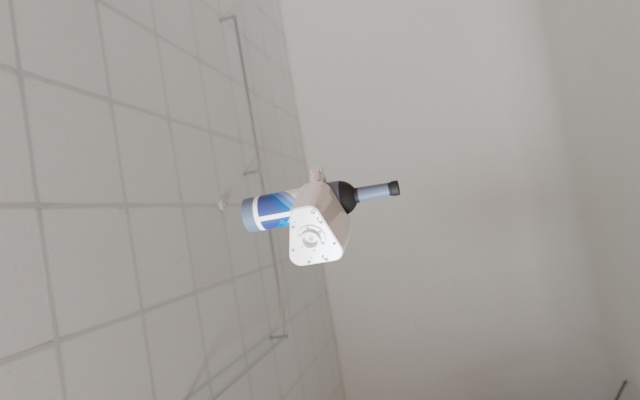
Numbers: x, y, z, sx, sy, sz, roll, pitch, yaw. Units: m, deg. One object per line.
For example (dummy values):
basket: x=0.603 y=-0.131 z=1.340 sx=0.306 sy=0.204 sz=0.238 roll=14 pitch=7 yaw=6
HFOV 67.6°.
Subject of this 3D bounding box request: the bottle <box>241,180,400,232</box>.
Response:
bottle: x=0.000 y=0.003 z=0.893 sx=0.296 sy=0.069 sz=0.069 roll=-11 pitch=-3 yaw=14
